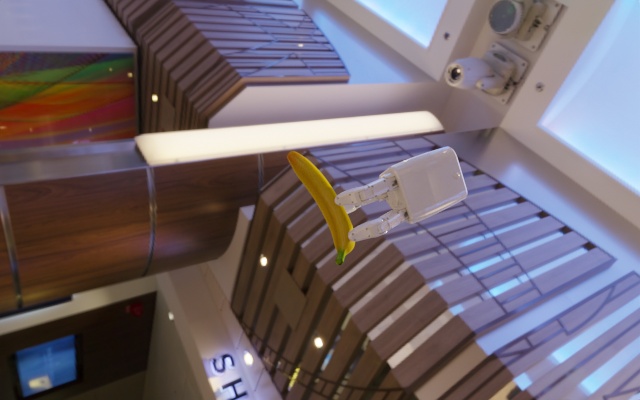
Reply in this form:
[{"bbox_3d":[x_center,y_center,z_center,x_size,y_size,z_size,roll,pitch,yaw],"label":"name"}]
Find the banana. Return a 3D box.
[{"bbox_3d":[0.009,0.006,0.768,0.037,0.197,0.069,-31,-13,19],"label":"banana"}]
